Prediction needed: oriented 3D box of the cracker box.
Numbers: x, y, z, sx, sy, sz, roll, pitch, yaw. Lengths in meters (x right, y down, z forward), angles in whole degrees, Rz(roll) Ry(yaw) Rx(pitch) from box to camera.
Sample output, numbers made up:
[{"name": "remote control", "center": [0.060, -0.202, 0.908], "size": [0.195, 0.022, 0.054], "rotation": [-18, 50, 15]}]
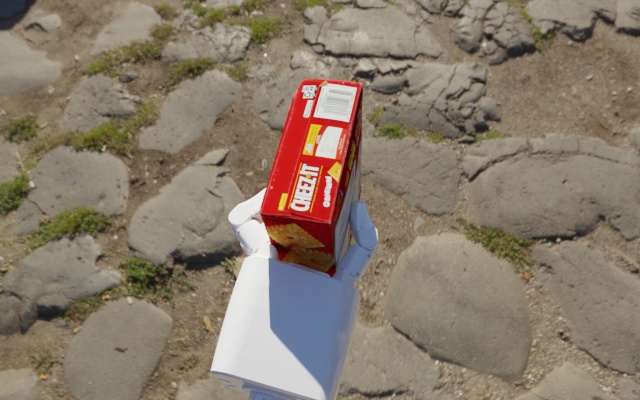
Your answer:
[{"name": "cracker box", "center": [0.000, 0.002, 0.523], "size": [0.072, 0.164, 0.214], "rotation": [8, -30, 9]}]
